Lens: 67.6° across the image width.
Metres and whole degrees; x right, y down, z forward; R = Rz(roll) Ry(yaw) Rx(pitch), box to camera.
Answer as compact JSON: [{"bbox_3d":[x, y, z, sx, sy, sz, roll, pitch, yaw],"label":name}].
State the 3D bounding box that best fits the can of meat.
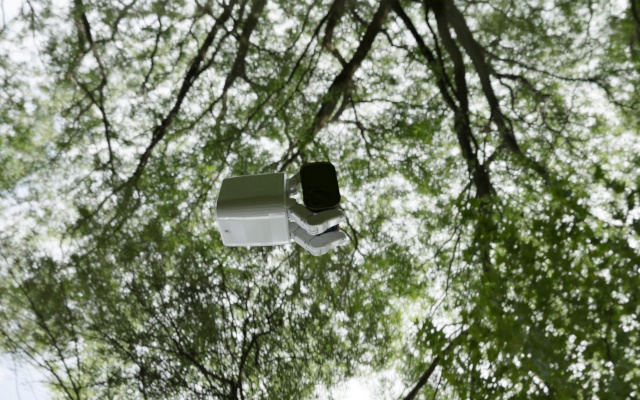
[{"bbox_3d":[0.000,0.003,0.764,0.057,0.102,0.084,-6,-43,-3],"label":"can of meat"}]
